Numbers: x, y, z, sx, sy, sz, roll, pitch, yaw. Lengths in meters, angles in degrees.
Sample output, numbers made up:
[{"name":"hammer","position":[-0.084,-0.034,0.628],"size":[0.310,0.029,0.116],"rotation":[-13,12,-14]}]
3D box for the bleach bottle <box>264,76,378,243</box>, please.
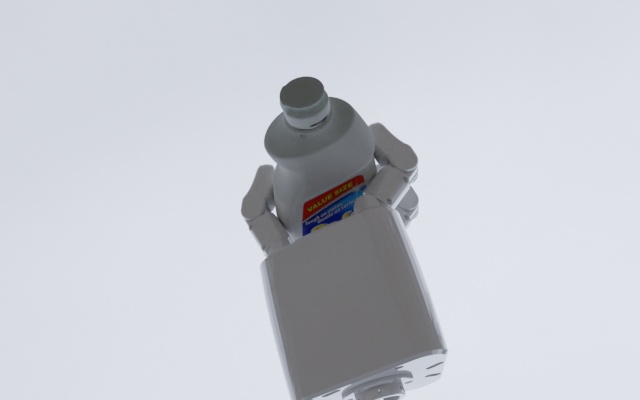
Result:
[{"name":"bleach bottle","position":[0.000,0.001,0.403],"size":[0.102,0.068,0.251],"rotation":[-17,-34,0]}]
